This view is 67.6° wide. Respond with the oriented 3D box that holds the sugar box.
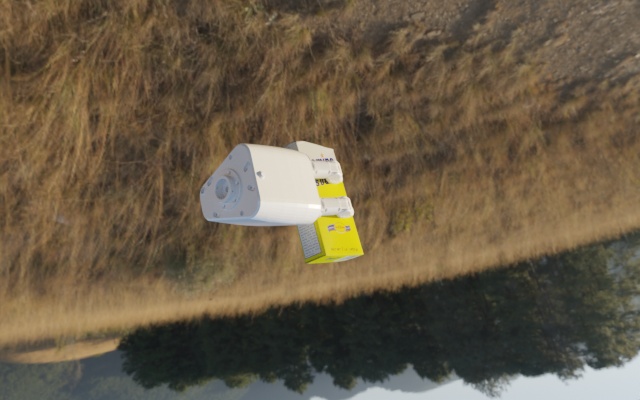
[{"bbox_3d":[0.000,0.002,0.703,0.048,0.176,0.093,-24,-18,35],"label":"sugar box"}]
